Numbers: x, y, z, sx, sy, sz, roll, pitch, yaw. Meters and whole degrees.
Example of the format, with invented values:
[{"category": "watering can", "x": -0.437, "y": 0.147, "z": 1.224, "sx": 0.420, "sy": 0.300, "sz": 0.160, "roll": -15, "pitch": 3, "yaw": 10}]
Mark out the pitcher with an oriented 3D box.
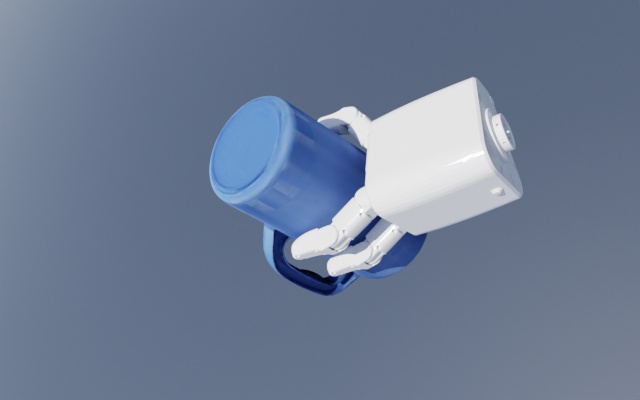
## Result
[{"category": "pitcher", "x": 0.000, "y": 0.002, "z": 0.512, "sx": 0.145, "sy": 0.149, "sz": 0.243, "roll": -22, "pitch": -33, "yaw": 32}]
